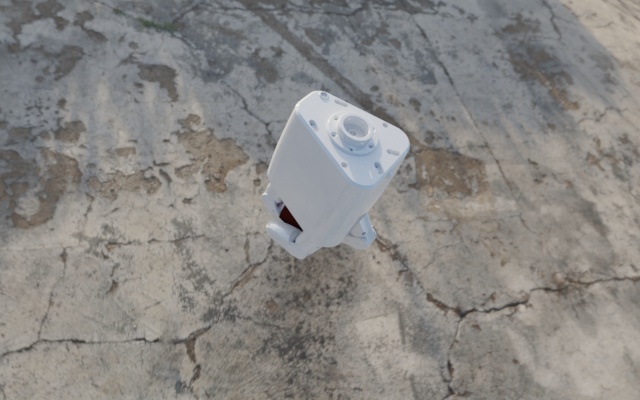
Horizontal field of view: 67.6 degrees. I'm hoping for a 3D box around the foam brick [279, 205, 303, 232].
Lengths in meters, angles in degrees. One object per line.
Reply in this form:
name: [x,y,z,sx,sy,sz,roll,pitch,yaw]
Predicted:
foam brick: [0.000,0.002,0.551,0.078,0.053,0.051,-45,-7,-36]
